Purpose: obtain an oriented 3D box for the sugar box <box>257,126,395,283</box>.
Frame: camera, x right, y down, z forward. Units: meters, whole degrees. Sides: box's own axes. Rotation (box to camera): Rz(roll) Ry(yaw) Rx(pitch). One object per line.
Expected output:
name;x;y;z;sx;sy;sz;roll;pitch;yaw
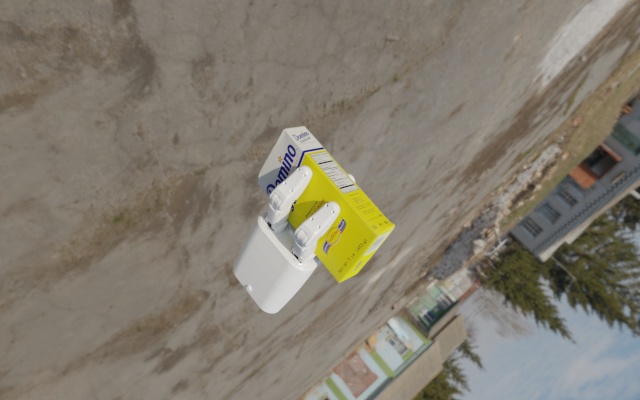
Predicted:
sugar box;0.000;0.002;0.580;0.048;0.176;0.093;-20;-29;-49
